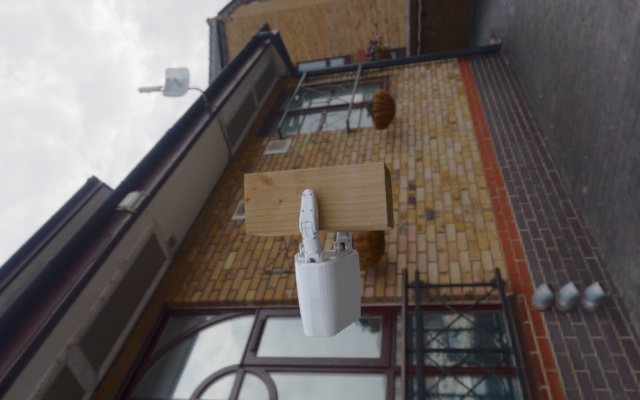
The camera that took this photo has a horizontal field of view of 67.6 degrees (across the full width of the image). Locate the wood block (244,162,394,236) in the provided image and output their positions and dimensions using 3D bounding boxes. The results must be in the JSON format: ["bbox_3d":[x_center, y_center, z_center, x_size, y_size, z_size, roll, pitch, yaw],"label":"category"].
[{"bbox_3d":[0.000,0.003,0.710,0.206,0.090,0.091,-4,-7,13],"label":"wood block"}]
